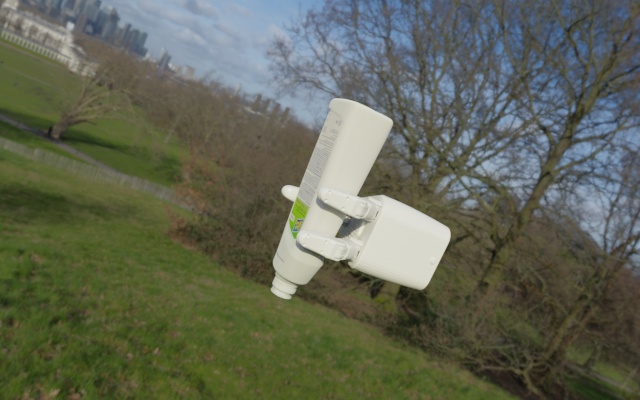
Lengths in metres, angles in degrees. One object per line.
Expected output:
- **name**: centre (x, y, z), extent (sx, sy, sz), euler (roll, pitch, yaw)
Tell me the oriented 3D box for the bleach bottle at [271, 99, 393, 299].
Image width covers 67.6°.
- **bleach bottle**: centre (0.000, 0.002, 0.594), extent (0.068, 0.251, 0.102), euler (23, 7, -18)
